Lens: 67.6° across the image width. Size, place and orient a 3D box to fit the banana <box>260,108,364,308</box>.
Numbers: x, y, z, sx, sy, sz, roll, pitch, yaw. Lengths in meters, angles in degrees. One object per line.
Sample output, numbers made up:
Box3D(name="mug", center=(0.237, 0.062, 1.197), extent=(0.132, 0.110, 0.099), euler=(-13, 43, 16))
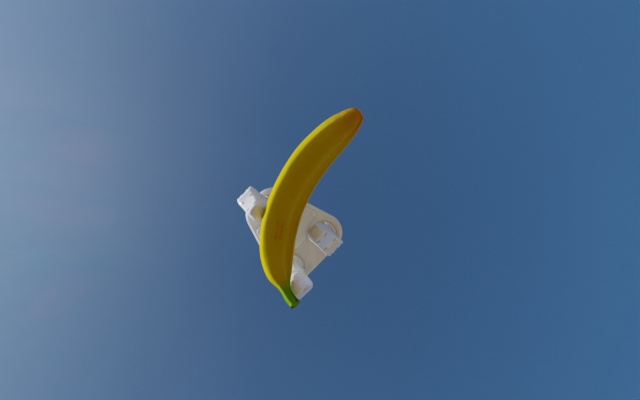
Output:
Box3D(name="banana", center=(-0.018, -0.001, 0.466), extent=(0.069, 0.198, 0.037), euler=(19, 2, 20))
